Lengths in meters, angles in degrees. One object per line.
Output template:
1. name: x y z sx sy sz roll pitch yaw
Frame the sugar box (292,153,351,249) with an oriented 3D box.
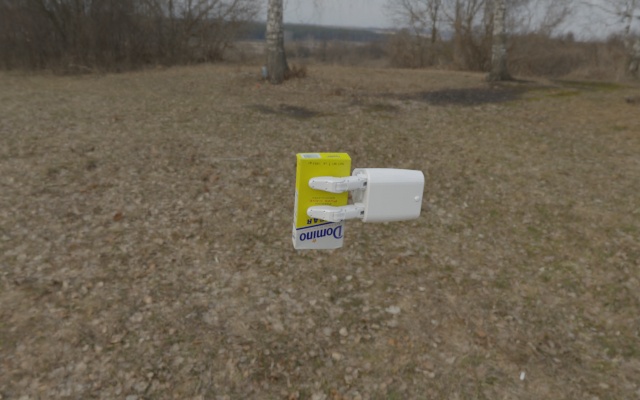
1. sugar box: 0.000 0.003 0.865 0.093 0.176 0.048 -1 21 -10
